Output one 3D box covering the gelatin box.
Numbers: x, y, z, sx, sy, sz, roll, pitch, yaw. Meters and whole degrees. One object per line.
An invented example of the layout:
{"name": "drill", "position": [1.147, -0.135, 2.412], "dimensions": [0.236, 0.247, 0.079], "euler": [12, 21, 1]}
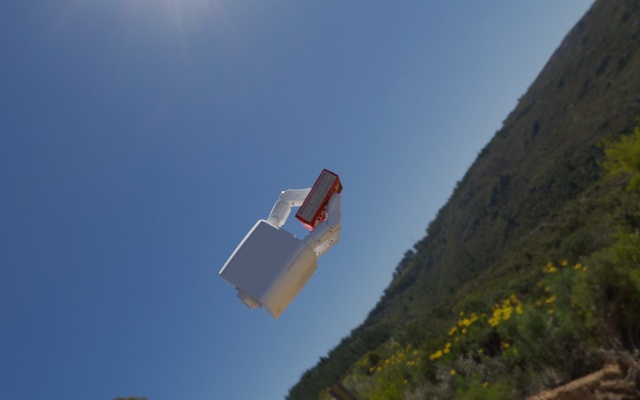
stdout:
{"name": "gelatin box", "position": [0.000, 0.002, 0.751], "dimensions": [0.030, 0.089, 0.073], "euler": [28, -8, 14]}
